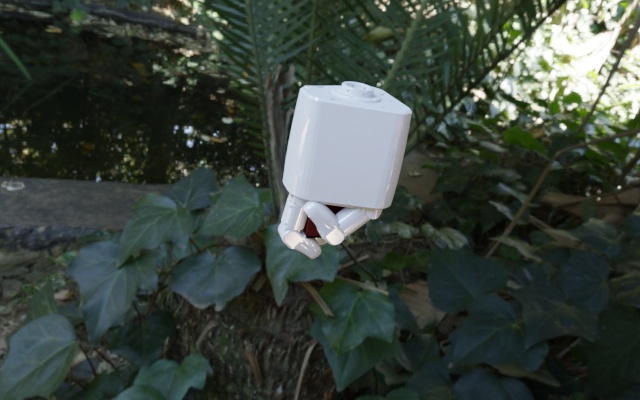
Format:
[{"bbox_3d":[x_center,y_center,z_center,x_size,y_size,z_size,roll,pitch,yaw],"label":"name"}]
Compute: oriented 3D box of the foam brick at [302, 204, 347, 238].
[{"bbox_3d":[0.000,0.002,0.554,0.053,0.051,0.078,-1,29,-22],"label":"foam brick"}]
